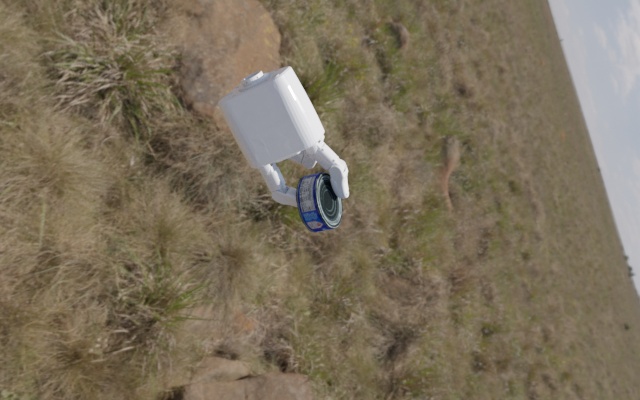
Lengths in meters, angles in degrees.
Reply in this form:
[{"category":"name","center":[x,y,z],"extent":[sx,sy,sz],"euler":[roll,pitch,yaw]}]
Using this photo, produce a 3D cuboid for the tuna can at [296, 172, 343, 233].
[{"category":"tuna can","center":[0.001,0.002,0.700],"extent":[0.034,0.086,0.086],"euler":[-11,-5,26]}]
